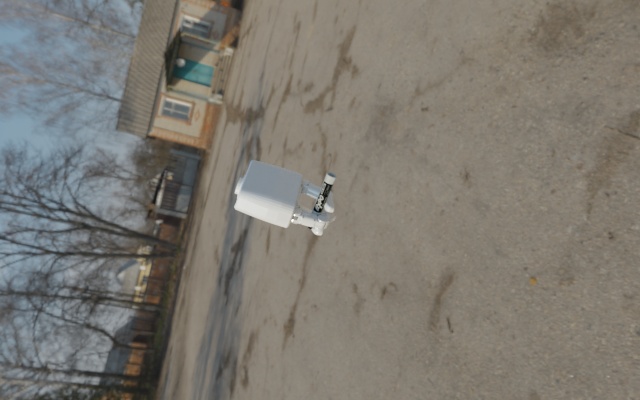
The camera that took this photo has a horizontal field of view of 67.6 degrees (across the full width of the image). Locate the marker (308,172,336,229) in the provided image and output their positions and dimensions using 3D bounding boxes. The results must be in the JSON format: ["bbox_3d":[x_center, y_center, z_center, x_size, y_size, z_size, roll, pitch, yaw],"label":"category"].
[{"bbox_3d":[0.000,0.003,0.896,0.020,0.121,0.020,17,27,-9],"label":"marker"}]
